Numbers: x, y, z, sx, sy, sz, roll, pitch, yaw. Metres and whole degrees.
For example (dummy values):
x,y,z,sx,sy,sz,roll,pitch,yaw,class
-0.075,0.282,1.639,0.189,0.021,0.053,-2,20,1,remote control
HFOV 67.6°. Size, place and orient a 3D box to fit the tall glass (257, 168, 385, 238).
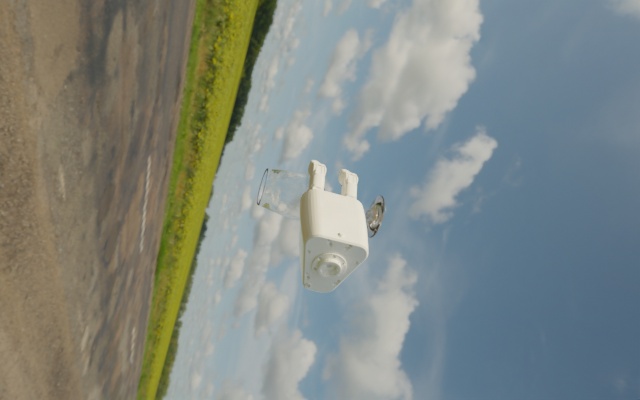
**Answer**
x,y,z,sx,sy,sz,roll,pitch,yaw,class
0.001,0.003,0.787,0.201,0.079,0.079,15,-4,-13,tall glass
